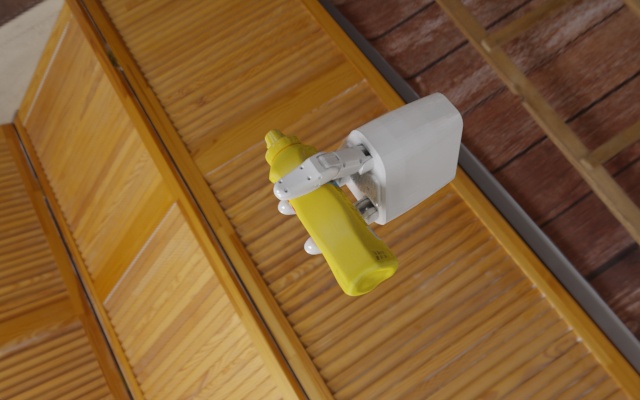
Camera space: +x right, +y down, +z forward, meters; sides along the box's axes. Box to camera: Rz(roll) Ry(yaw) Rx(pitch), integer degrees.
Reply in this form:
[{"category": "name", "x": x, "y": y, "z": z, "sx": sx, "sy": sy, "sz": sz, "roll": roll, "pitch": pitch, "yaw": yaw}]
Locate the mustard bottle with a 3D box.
[{"category": "mustard bottle", "x": 0.000, "y": 0.002, "z": 0.479, "sx": 0.058, "sy": 0.191, "sz": 0.096, "roll": -38, "pitch": -20, "yaw": 7}]
